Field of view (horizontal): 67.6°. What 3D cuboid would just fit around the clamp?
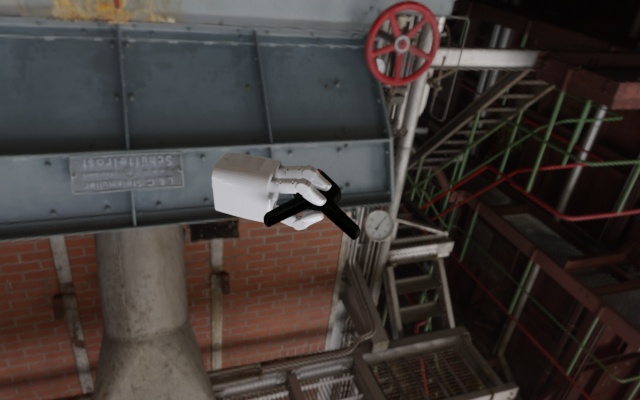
[{"bbox_3d":[0.000,0.003,0.879,0.164,0.036,0.210,13,30,4],"label":"clamp"}]
